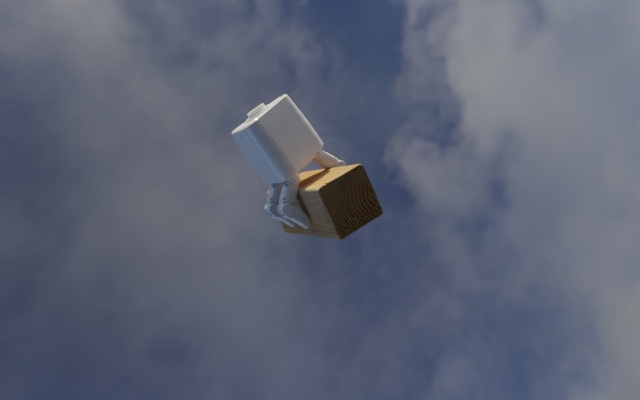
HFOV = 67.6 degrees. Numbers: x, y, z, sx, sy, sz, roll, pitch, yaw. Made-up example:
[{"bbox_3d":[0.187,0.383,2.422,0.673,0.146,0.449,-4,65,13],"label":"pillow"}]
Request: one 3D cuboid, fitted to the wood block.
[{"bbox_3d":[0.000,0.002,0.816,0.091,0.090,0.206,-31,13,-24],"label":"wood block"}]
